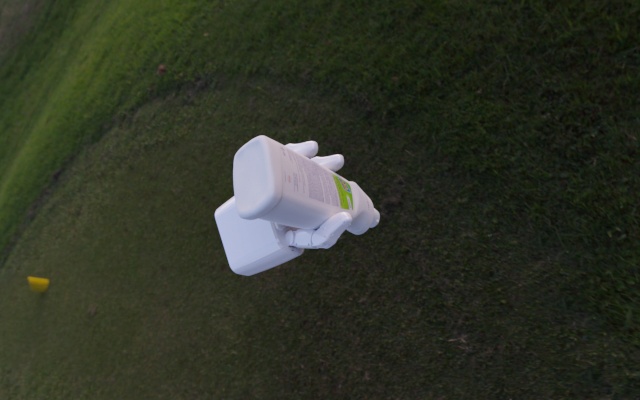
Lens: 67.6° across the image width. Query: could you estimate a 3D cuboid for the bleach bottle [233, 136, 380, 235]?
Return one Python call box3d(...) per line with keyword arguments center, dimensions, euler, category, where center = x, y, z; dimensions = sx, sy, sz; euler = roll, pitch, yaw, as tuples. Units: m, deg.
box3d(center=(0.000, 0.002, 0.641), dimensions=(0.068, 0.102, 0.251), euler=(-29, -33, 32), category="bleach bottle")
